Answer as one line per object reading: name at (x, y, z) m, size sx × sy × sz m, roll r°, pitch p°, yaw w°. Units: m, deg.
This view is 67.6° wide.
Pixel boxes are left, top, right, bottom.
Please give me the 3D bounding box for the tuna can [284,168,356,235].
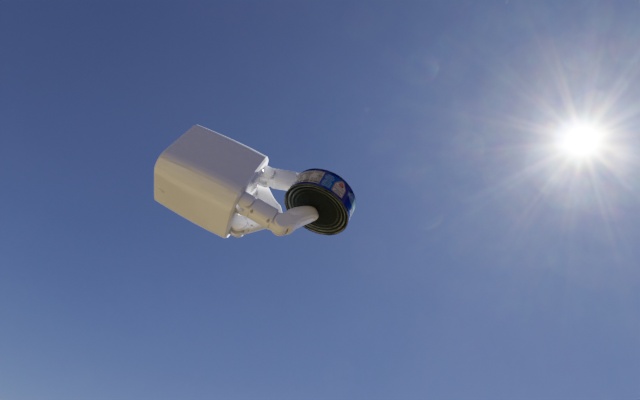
tuna can at (0.000, 0.002, 0.598) m, size 0.086 × 0.086 × 0.033 m, roll 0°, pitch 42°, yaw 31°
